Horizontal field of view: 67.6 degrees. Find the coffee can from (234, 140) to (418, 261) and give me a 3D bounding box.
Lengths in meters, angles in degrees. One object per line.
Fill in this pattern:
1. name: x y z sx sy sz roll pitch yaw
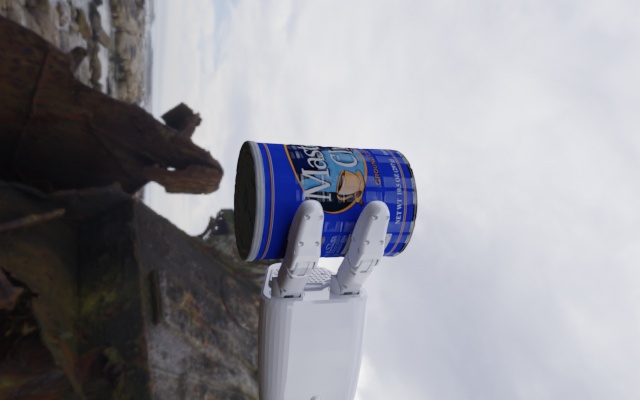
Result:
1. coffee can: 0.000 0.001 0.430 0.140 0.103 0.103 1 0 -20
